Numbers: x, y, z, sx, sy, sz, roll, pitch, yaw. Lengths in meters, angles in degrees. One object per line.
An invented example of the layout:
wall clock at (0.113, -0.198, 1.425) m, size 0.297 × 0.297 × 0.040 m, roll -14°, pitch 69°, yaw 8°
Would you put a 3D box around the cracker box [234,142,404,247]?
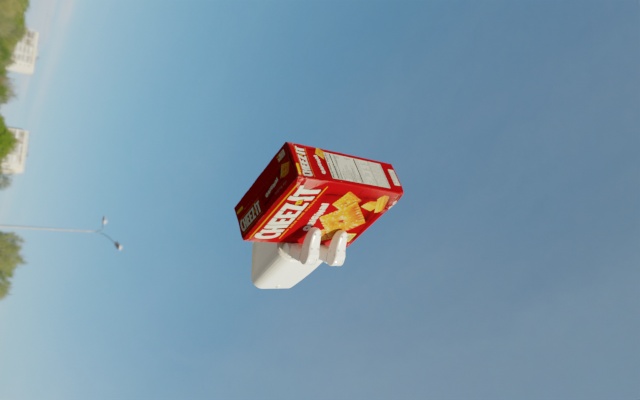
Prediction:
cracker box at (0.000, 0.002, 0.749) m, size 0.214 × 0.072 × 0.164 m, roll 7°, pitch -40°, yaw -38°
